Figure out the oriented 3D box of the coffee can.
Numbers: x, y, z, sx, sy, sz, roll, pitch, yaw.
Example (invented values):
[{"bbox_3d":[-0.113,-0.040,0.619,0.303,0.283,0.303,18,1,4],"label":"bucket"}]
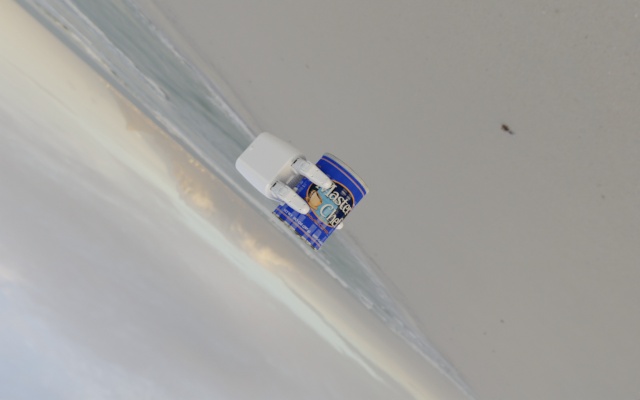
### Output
[{"bbox_3d":[0.000,0.003,0.825,0.103,0.140,0.103,41,-6,5],"label":"coffee can"}]
